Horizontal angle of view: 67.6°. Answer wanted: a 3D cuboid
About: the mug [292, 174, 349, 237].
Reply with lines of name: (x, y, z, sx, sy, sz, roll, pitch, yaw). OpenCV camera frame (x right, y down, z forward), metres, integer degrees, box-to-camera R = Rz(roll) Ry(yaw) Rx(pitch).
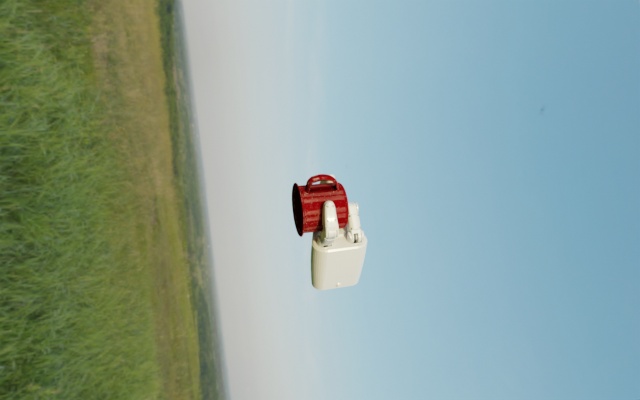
mug: (0.000, 0.001, 0.816, 0.081, 0.117, 0.093, -6, 40, -14)
